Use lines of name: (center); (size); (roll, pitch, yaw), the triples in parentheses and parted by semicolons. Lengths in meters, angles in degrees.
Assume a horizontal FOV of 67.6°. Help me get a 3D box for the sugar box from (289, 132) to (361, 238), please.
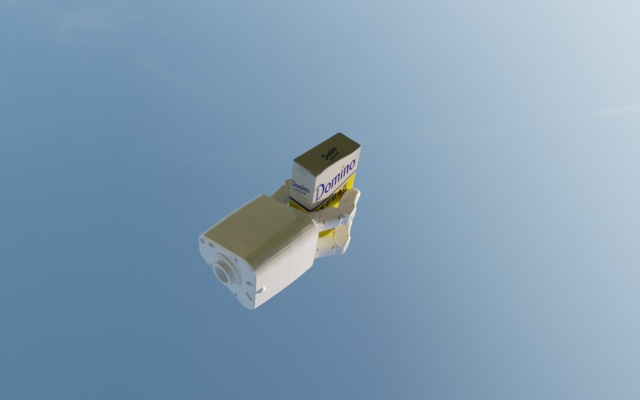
sugar box: (0.000, 0.003, 0.656); (0.048, 0.176, 0.093); (37, 50, 23)
